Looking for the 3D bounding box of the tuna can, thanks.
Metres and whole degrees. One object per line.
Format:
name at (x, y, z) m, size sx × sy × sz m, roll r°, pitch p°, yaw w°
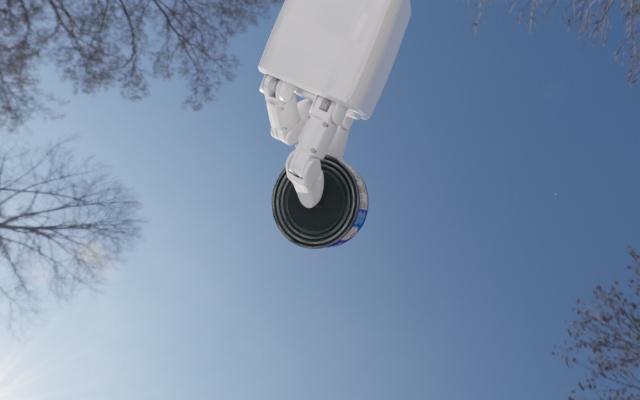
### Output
tuna can at (0.000, 0.002, 0.440) m, size 0.086 × 0.086 × 0.034 m, roll 0°, pitch -4°, yaw 24°
